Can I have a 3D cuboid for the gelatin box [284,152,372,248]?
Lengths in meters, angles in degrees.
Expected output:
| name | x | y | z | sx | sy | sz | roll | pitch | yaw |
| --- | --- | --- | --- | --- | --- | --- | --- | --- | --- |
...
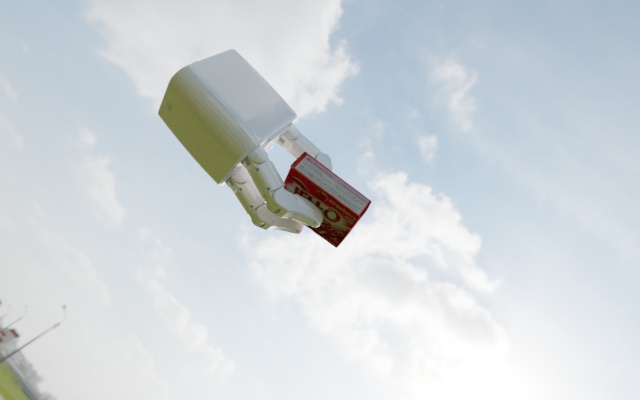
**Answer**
| name | x | y | z | sx | sy | sz | roll | pitch | yaw |
| --- | --- | --- | --- | --- | --- | --- | --- | --- | --- |
| gelatin box | 0.001 | 0.002 | 0.508 | 0.089 | 0.030 | 0.073 | 36 | -36 | 4 |
